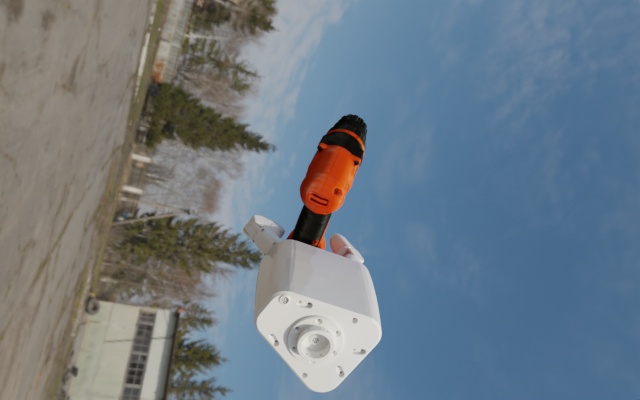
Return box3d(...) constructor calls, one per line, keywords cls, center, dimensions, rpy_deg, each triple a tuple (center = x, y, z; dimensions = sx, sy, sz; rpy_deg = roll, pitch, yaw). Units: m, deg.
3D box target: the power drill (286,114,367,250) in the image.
box3d(cls="power drill", center=(0.000, 0.002, 0.573), dimensions=(0.057, 0.188, 0.184), rpy_deg=(22, 35, 4))
